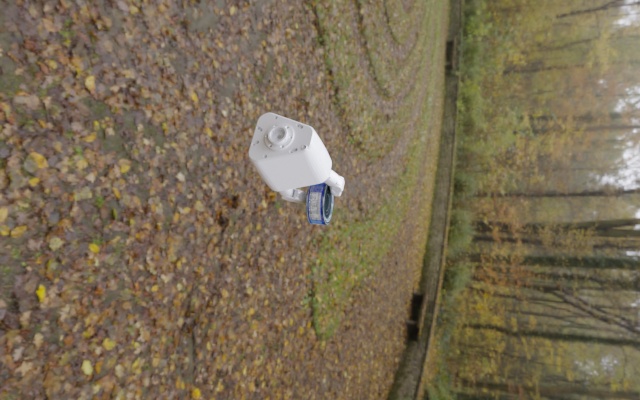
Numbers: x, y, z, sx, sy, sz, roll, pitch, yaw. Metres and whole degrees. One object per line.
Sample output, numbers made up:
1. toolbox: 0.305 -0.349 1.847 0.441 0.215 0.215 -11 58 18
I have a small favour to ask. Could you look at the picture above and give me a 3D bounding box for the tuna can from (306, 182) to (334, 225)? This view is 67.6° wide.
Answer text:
1. tuna can: 0.001 0.003 0.896 0.034 0.086 0.086 4 1 14
